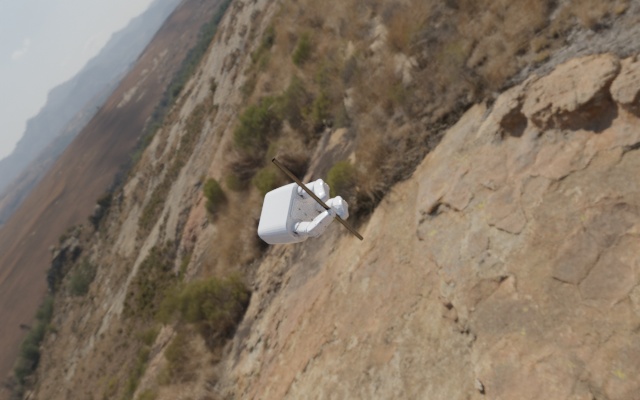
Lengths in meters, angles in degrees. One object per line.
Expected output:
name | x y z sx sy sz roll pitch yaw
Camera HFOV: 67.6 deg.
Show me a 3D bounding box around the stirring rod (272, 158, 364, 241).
stirring rod | 0.000 0.003 0.860 0.240 0.011 0.011 42 -23 -28
